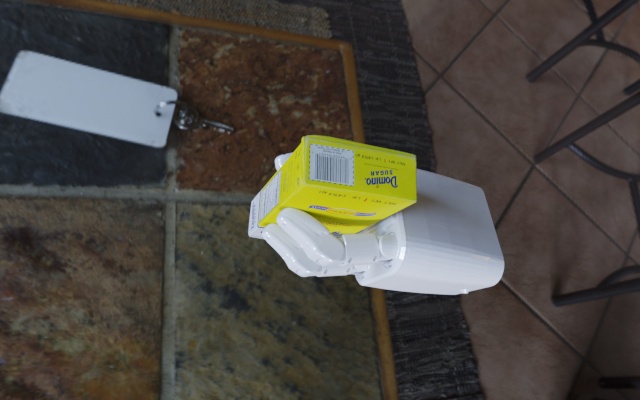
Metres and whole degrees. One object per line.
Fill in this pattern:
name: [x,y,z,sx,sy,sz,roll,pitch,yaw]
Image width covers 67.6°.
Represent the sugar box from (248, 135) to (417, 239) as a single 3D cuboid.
sugar box: [0.000,0.002,0.424,0.093,0.048,0.176,9,-22,-18]
